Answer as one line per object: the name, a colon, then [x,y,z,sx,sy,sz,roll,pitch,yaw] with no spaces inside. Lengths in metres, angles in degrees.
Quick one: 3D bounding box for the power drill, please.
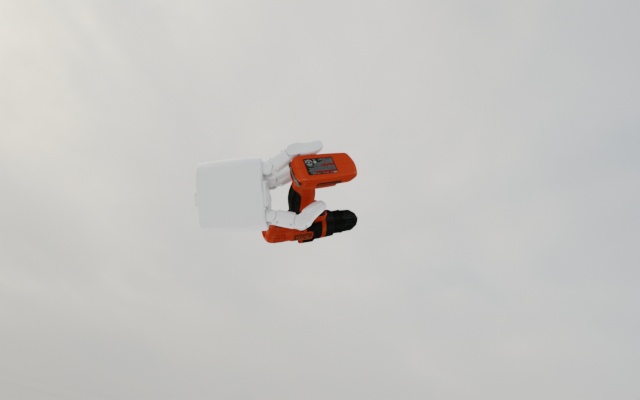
power drill: [0.000,0.002,0.819,0.184,0.057,0.188,-8,-38,-24]
